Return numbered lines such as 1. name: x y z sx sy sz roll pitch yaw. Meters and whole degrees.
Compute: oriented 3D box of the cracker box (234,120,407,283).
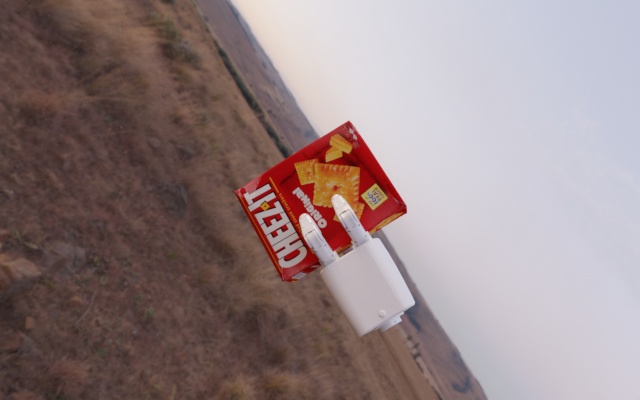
1. cracker box: 0.000 0.002 0.735 0.214 0.164 0.072 -32 -15 3
